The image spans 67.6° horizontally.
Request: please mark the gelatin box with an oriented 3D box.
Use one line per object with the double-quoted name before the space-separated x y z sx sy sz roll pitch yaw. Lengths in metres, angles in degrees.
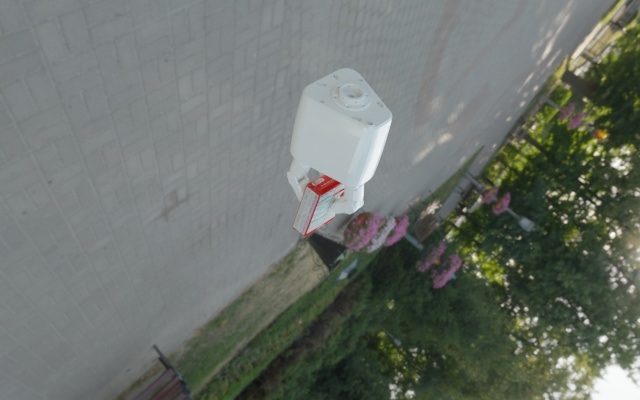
"gelatin box" 0.000 0.003 0.711 0.030 0.089 0.073 37 41 21
